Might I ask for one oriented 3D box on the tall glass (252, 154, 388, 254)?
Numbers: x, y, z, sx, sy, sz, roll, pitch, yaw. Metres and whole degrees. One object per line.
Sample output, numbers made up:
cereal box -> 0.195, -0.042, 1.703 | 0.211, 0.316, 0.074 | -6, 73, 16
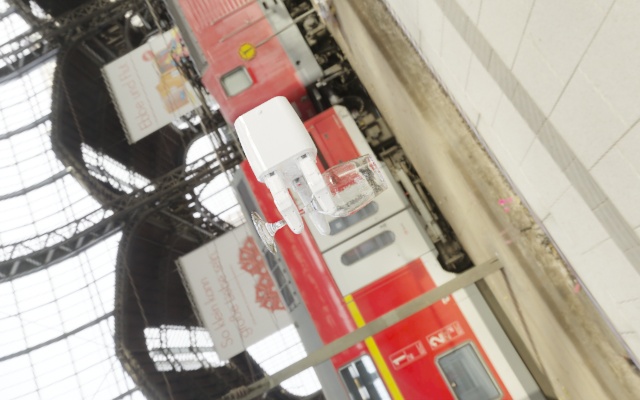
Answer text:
tall glass -> 0.000, 0.003, 0.730 | 0.201, 0.079, 0.079 | -28, -1, 2
